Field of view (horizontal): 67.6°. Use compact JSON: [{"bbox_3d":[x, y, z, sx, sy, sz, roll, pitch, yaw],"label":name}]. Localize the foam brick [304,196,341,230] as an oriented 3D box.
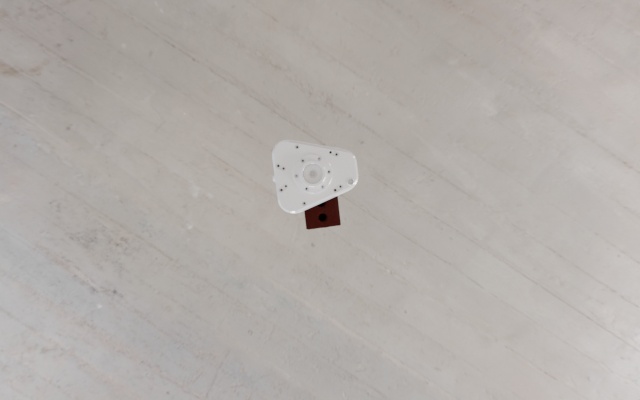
[{"bbox_3d":[0.000,0.003,0.724,0.053,0.078,0.051,-7,3,-1],"label":"foam brick"}]
